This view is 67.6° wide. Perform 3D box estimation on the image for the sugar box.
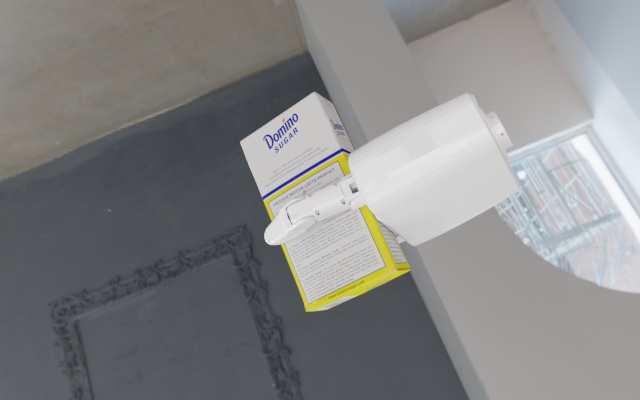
[{"bbox_3d":[0.000,0.002,0.434,0.093,0.176,0.048,-29,-20,21],"label":"sugar box"}]
